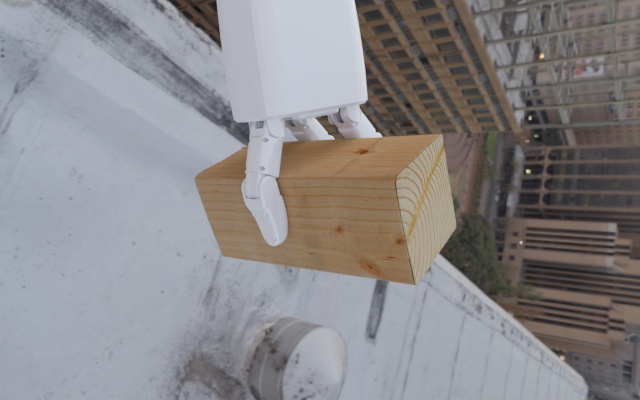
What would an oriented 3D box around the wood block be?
[{"bbox_3d":[0.000,0.001,0.424,0.206,0.090,0.090,2,28,36],"label":"wood block"}]
